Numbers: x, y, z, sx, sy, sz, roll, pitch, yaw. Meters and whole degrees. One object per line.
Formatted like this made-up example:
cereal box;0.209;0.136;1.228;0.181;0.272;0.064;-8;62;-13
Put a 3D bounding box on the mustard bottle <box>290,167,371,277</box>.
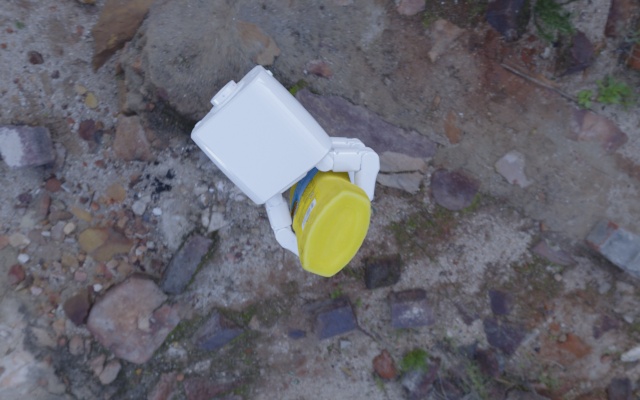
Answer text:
mustard bottle;0.000;0.002;0.551;0.058;0.096;0.191;20;16;-17
